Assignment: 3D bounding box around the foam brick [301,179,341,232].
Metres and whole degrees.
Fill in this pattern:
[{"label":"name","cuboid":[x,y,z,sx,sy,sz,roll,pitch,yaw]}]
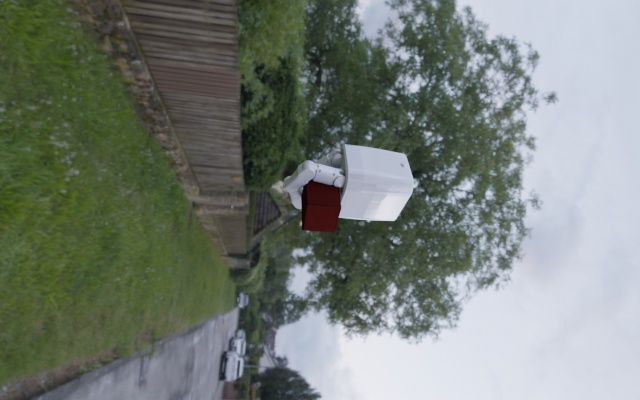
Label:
[{"label":"foam brick","cuboid":[0.000,0.003,0.720,0.051,0.053,0.078,7,40,-8]}]
